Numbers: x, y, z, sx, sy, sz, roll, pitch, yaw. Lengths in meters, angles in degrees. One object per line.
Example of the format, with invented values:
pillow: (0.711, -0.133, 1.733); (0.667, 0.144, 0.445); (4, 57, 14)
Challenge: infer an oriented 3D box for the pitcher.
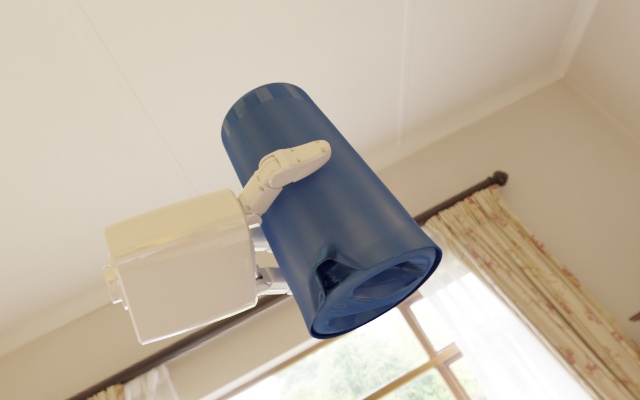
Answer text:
pitcher: (0.000, 0.002, 0.473); (0.145, 0.242, 0.149); (-18, -33, -24)
